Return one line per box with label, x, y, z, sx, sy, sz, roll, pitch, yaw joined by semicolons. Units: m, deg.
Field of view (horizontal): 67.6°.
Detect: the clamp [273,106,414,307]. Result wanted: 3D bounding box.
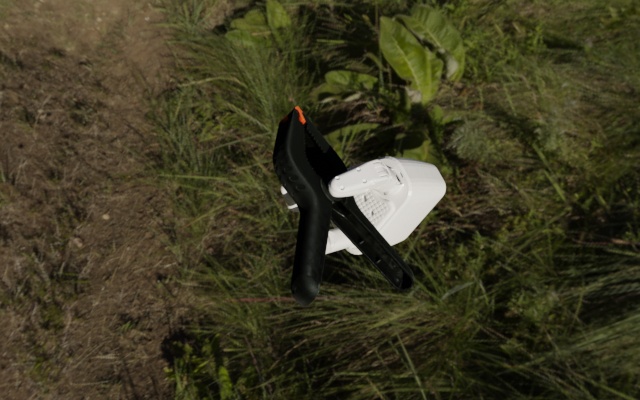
clamp;0.001;0.001;0.448;0.036;0.210;0.164;-36;-19;31
